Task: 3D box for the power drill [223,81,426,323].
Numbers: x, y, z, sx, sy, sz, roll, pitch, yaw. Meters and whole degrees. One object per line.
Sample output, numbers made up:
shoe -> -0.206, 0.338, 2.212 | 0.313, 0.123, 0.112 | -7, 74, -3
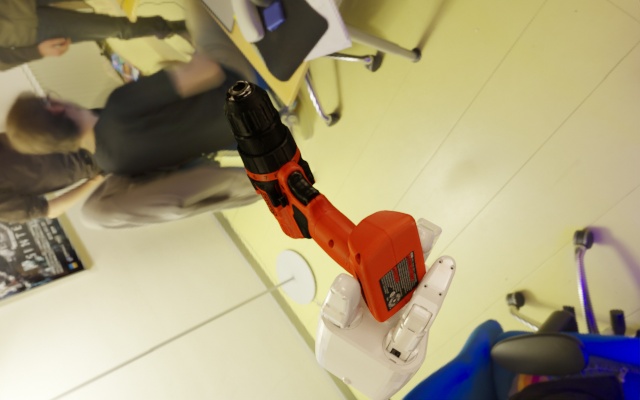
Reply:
power drill -> 0.000, 0.002, 0.400 | 0.057, 0.185, 0.187 | -38, 48, -13
